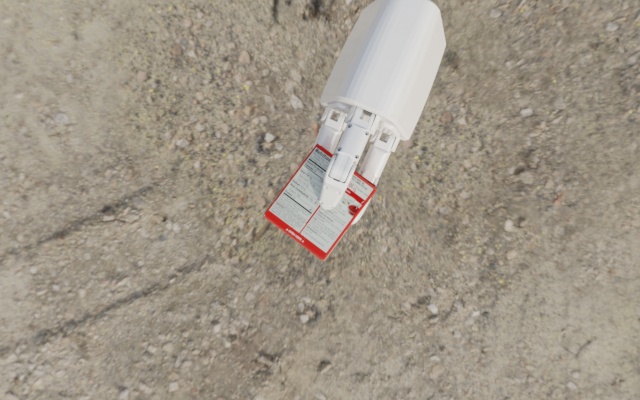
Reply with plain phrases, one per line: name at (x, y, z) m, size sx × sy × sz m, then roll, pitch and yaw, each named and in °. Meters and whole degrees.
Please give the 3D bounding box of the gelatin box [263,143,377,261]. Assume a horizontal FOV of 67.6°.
gelatin box at (0.000, 0.002, 0.465) m, size 0.073 × 0.089 × 0.030 m, roll 37°, pitch -2°, yaw 1°
